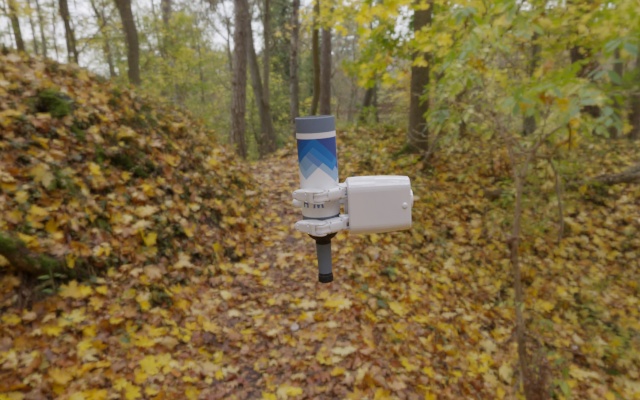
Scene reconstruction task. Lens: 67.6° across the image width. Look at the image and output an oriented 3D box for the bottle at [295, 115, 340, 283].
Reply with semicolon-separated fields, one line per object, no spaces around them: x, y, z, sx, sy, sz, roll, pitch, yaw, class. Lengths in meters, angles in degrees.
0.000;0.002;0.833;0.069;0.296;0.069;-4;14;1;bottle
